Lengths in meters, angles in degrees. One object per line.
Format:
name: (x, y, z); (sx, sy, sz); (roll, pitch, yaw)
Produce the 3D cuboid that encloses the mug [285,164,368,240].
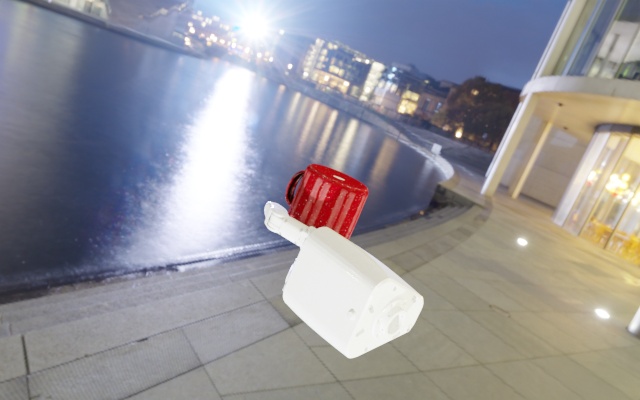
mug: (-0.001, 0.001, 0.593); (0.093, 0.081, 0.117); (10, 19, -46)
